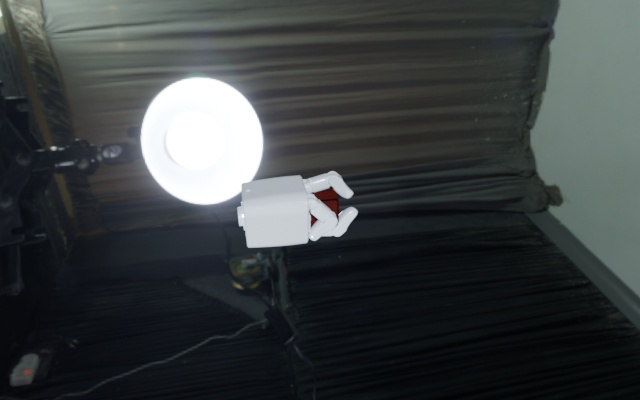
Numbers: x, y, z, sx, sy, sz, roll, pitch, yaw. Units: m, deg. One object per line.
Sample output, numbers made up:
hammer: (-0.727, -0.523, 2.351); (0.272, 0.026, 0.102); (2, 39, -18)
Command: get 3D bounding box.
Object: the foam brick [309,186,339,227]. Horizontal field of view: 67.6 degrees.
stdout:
foam brick: (0.000, 0.003, 0.850); (0.051, 0.053, 0.078); (-6, 29, -8)
